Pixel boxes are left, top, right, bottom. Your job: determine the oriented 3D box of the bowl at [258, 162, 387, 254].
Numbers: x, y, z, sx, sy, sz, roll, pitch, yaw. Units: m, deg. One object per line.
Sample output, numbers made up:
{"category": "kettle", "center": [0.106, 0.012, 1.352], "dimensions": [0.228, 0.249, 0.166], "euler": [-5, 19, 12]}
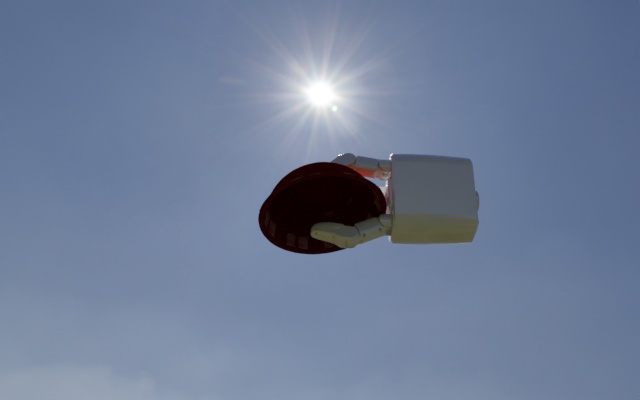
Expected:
{"category": "bowl", "center": [-0.001, 0.002, 0.612], "dimensions": [0.162, 0.055, 0.162], "euler": [-6, -40, -5]}
